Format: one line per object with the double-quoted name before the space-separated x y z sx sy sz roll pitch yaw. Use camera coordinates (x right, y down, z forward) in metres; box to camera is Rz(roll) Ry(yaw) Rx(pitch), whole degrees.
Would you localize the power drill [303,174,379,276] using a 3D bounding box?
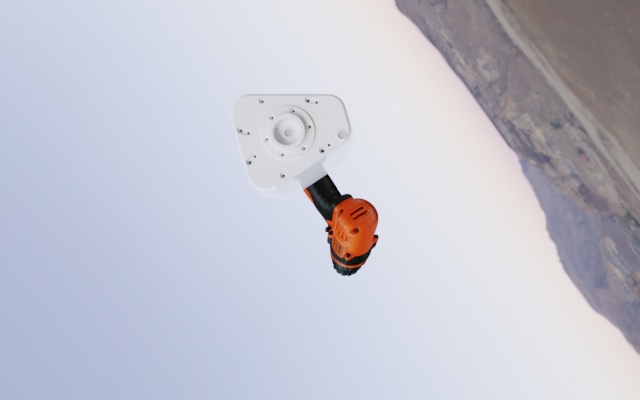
"power drill" 0.000 0.002 0.609 0.057 0.187 0.184 -33 -20 -18
